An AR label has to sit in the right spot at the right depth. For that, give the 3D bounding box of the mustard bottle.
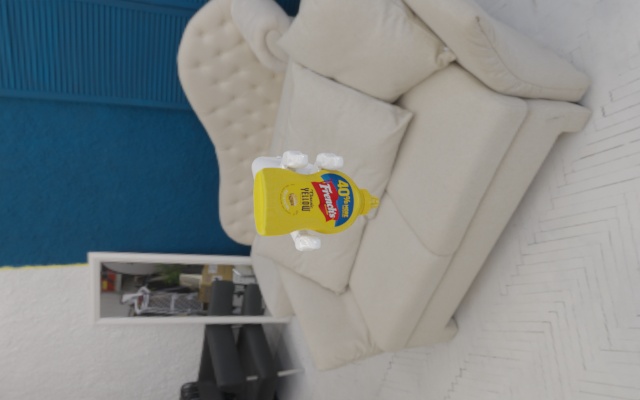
[{"bbox_3d":[0.000,0.002,0.706,0.191,0.096,0.058,0,-9,-24],"label":"mustard bottle"}]
